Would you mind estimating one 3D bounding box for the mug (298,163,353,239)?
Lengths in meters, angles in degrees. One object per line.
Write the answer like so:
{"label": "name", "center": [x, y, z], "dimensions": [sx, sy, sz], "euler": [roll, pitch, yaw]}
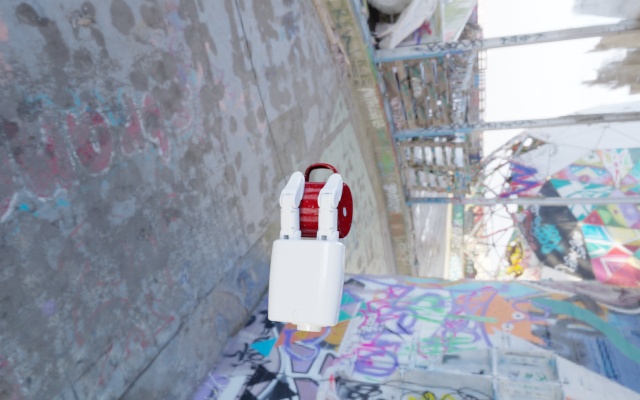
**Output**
{"label": "mug", "center": [0.000, 0.001, 0.701], "dimensions": [0.081, 0.117, 0.093], "euler": [1, -12, 20]}
